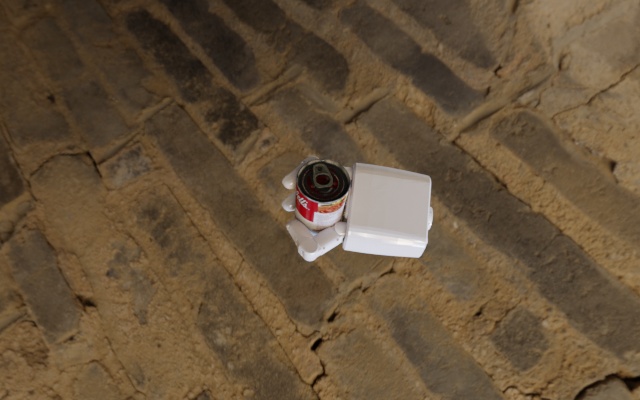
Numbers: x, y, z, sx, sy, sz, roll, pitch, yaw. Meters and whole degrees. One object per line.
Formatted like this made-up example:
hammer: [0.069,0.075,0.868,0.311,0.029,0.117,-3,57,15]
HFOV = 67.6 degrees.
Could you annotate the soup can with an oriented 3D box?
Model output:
soup can: [0.000,0.002,0.632,0.068,0.068,0.102,0,-33,-5]
